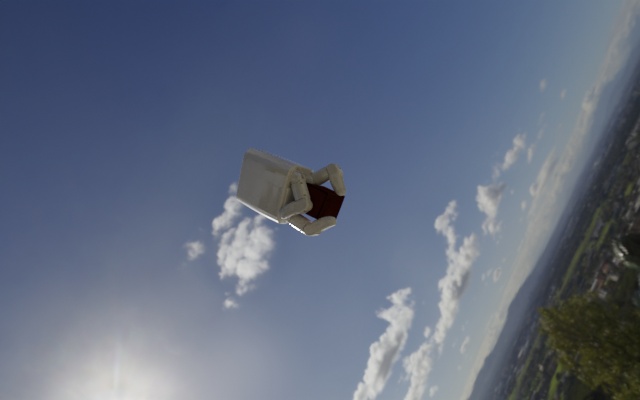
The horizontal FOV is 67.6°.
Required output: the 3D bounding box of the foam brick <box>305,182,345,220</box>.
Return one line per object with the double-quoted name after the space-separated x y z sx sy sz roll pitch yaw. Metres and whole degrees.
0.000 0.003 0.863 0.051 0.053 0.078 25 6 25 "foam brick"
